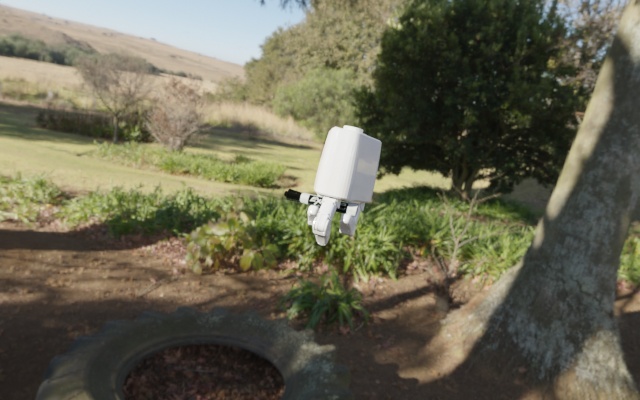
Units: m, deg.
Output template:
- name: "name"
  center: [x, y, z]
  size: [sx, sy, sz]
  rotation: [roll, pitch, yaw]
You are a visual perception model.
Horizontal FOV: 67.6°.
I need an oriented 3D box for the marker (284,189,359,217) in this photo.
- name: "marker"
  center: [0.000, 0.003, 0.758]
  size: [0.121, 0.020, 0.020]
  rotation: [14, 3, 12]
